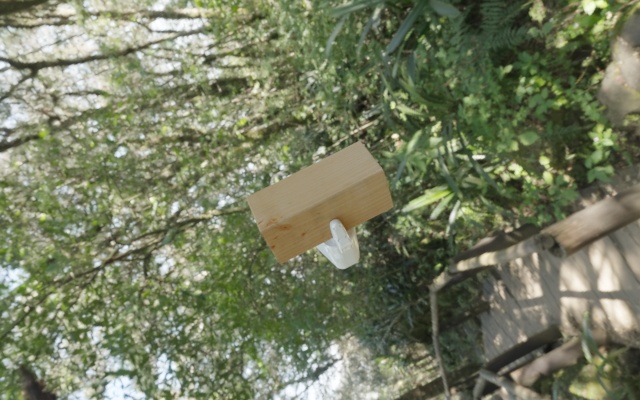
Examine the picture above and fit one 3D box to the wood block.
[{"bbox_3d":[0.000,0.003,0.766,0.206,0.090,0.090,-27,45,-3],"label":"wood block"}]
